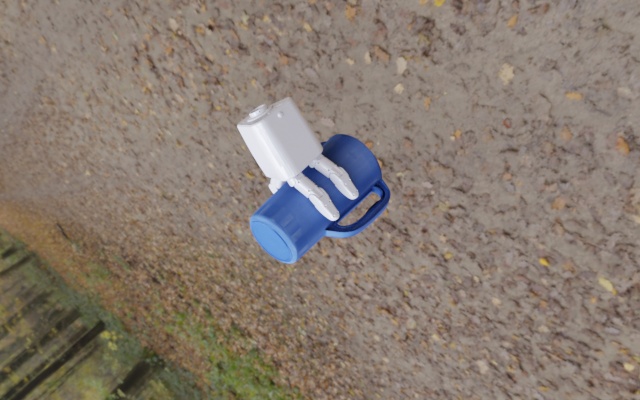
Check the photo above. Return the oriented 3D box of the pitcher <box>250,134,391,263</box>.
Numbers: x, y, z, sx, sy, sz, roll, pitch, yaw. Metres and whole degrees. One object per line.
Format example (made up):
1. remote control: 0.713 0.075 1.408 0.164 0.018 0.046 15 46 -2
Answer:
1. pitcher: 0.000 0.003 0.854 0.242 0.145 0.149 -44 25 -30
